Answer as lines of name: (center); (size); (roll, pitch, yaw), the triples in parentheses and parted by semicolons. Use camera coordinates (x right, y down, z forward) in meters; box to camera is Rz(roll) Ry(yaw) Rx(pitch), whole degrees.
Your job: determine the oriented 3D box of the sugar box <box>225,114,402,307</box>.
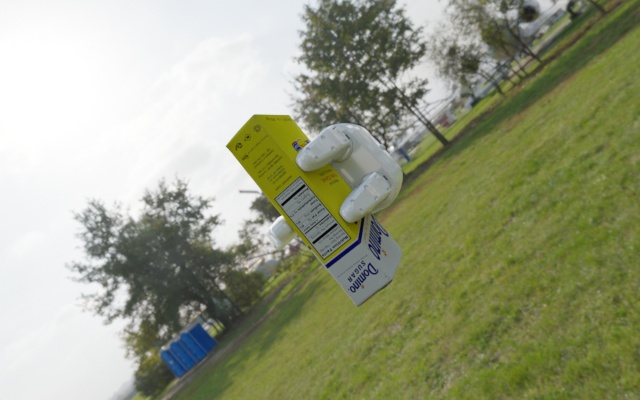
sugar box: (0.000, 0.001, 0.429); (0.048, 0.176, 0.093); (-43, -3, 18)
